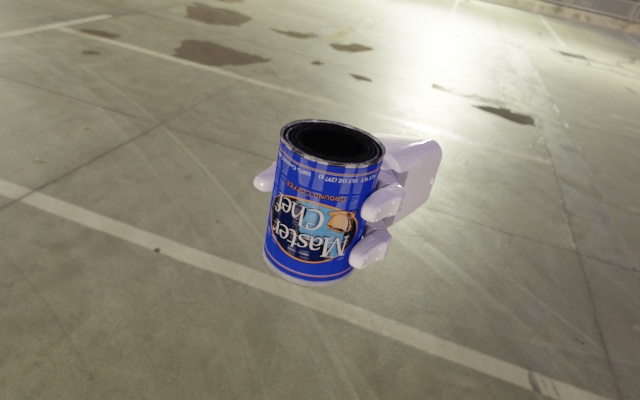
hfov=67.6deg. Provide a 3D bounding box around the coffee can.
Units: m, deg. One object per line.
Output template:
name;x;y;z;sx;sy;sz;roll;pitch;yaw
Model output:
coffee can;0.000;0.002;0.488;0.103;0.140;0.102;9;30;-5
